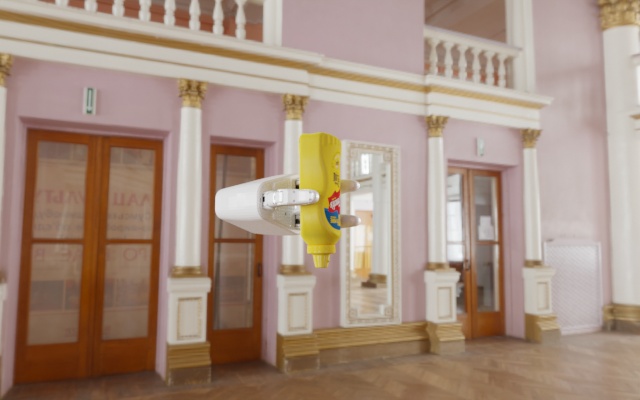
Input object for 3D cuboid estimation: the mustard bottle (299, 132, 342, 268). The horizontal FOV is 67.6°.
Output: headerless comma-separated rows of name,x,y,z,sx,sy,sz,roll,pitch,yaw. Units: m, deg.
mustard bottle,0.000,0.002,0.702,0.058,0.191,0.096,-2,-6,16
